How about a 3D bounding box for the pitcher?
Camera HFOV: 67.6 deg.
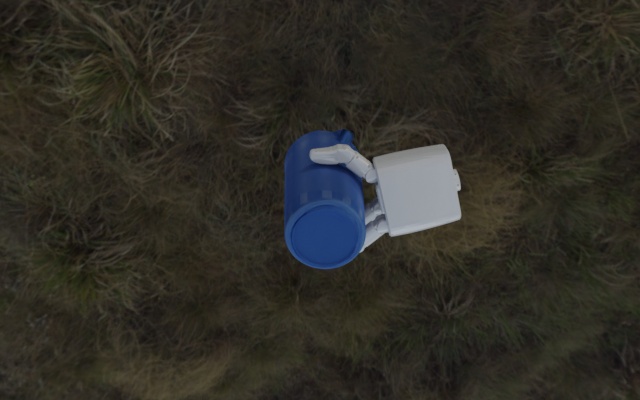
[{"bbox_3d":[0.000,0.002,0.729,0.145,0.149,0.242,-11,27,5],"label":"pitcher"}]
